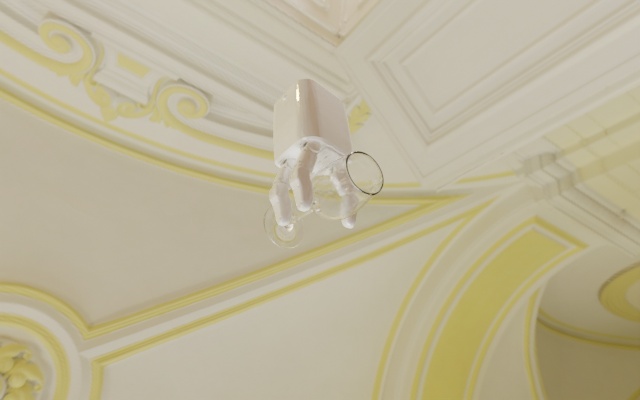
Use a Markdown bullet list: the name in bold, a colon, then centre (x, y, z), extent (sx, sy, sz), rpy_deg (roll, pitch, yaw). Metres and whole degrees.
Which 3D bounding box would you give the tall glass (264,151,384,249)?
- **tall glass**: centre (0.000, 0.003, 0.678), extent (0.079, 0.079, 0.201), rpy_deg (0, -22, -38)
